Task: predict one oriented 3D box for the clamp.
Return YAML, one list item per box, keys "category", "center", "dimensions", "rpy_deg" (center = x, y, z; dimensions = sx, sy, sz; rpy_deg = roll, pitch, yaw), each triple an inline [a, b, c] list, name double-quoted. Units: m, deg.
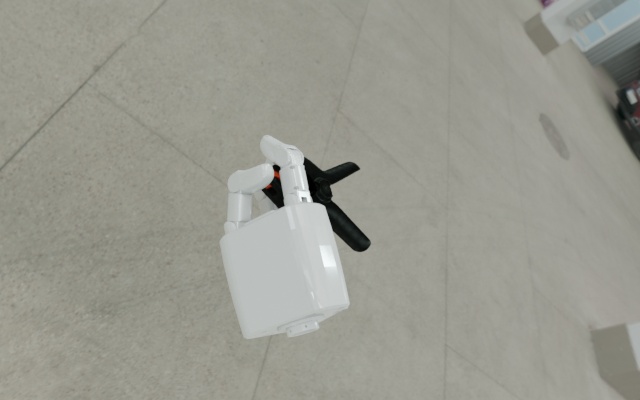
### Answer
- category: "clamp"
  center: [0.000, 0.001, 0.558]
  dimensions: [0.171, 0.120, 0.039]
  rpy_deg: [4, -29, -45]
